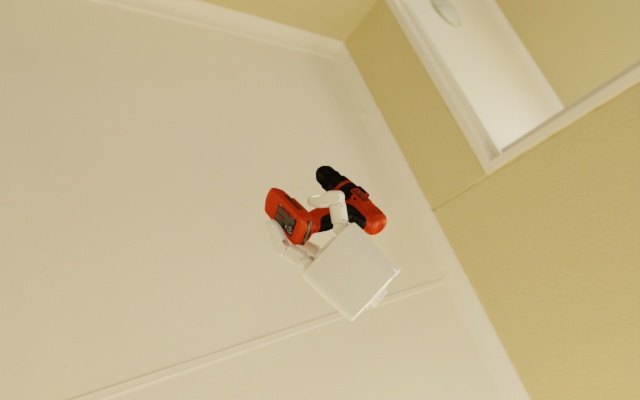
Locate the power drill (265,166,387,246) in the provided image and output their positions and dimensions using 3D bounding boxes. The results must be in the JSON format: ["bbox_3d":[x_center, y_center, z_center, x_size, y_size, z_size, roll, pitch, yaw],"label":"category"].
[{"bbox_3d":[0.000,0.003,0.834,0.187,0.057,0.184,-12,42,-38],"label":"power drill"}]
